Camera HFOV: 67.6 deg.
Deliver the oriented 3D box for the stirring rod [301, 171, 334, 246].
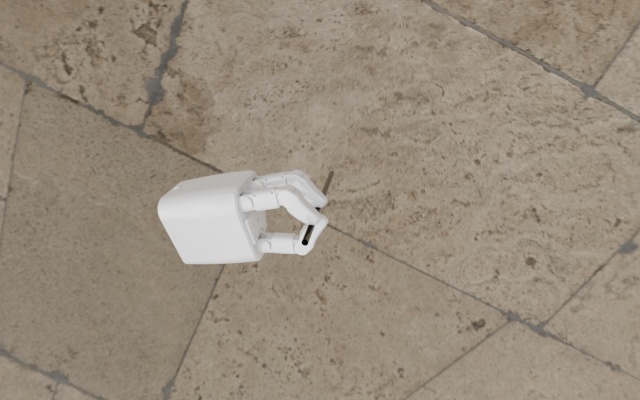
[{"bbox_3d":[0.000,0.002,0.641,0.011,0.011,0.239,0,22,9],"label":"stirring rod"}]
